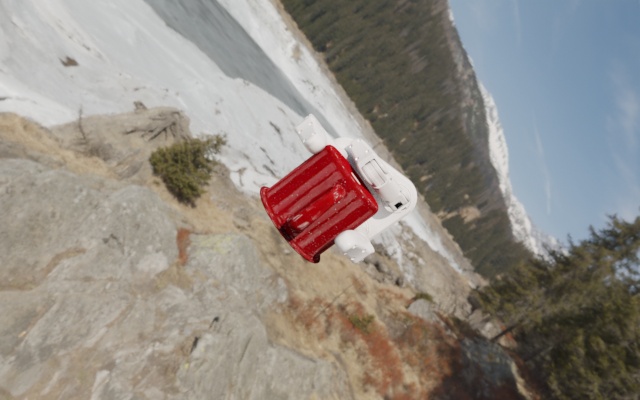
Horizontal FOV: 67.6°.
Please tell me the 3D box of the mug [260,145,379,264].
[{"bbox_3d":[0.000,0.001,0.450,0.081,0.093,0.117,-37,0,10],"label":"mug"}]
